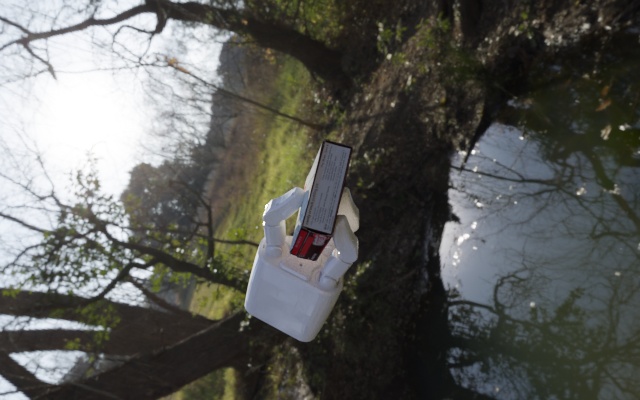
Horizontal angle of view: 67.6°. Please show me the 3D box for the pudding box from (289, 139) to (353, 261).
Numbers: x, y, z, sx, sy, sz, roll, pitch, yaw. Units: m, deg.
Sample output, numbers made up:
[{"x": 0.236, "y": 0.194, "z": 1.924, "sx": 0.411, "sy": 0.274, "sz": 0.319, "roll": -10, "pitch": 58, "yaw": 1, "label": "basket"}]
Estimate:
[{"x": 0.000, "y": 0.002, "z": 0.538, "sx": 0.039, "sy": 0.113, "sz": 0.090, "roll": 15, "pitch": -26, "yaw": -6, "label": "pudding box"}]
